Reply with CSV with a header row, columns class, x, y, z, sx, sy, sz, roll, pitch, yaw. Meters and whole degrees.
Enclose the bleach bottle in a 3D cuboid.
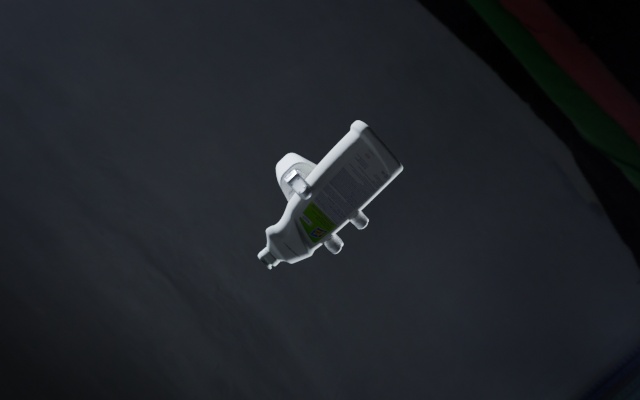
class,x,y,z,sx,sy,sz,roll,pitch,yaw
bleach bottle,0.000,0.002,0.717,0.102,0.251,0.068,46,3,-19
